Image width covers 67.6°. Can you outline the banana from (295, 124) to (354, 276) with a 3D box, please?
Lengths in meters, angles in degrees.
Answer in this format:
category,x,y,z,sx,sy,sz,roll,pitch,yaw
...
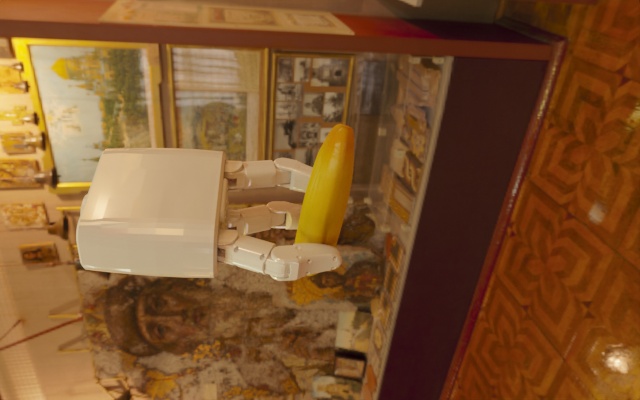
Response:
category,x,y,z,sx,sy,sz,roll,pitch,yaw
banana,-0.002,0.019,0.427,0.037,0.069,0.198,8,-33,-4
